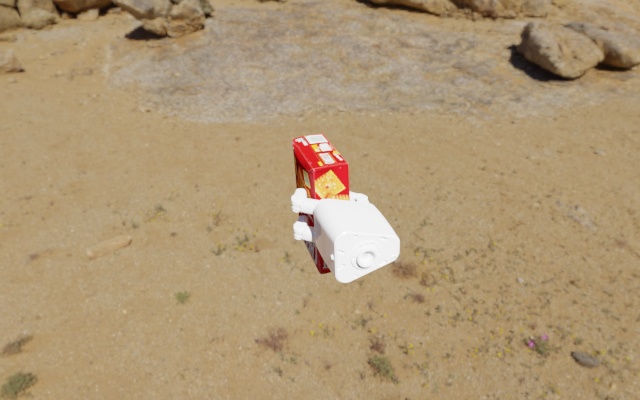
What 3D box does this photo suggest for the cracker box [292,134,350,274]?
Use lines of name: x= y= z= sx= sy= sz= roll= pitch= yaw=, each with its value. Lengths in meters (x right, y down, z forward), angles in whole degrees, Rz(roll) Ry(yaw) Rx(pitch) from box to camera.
cracker box: x=0.000 y=0.003 z=0.893 sx=0.072 sy=0.214 sz=0.164 roll=-10 pitch=28 yaw=-13
